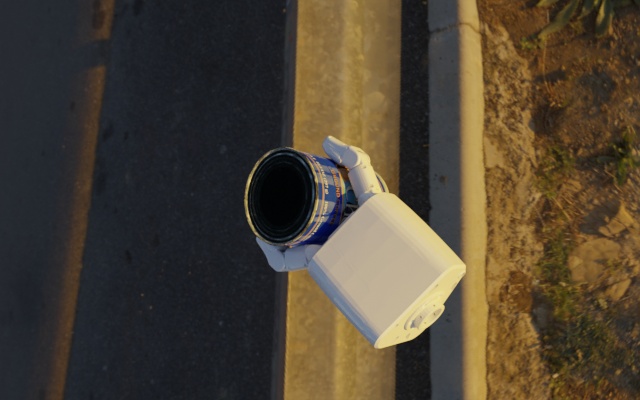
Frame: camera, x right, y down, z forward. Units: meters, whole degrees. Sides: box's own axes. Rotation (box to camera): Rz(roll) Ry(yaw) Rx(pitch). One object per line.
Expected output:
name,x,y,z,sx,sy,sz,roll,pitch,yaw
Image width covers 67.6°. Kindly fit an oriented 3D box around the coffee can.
coffee can,0.000,0.002,0.542,0.103,0.103,0.140,0,-5,39
